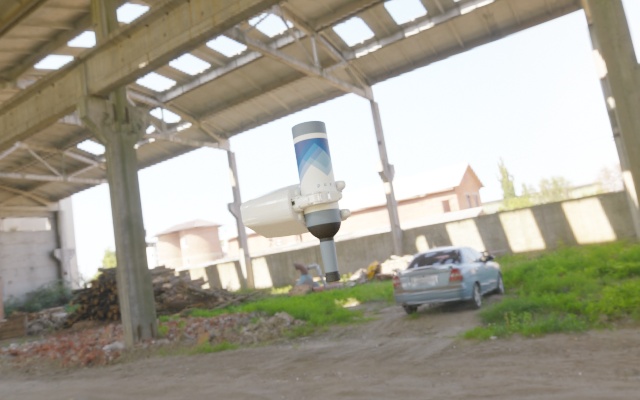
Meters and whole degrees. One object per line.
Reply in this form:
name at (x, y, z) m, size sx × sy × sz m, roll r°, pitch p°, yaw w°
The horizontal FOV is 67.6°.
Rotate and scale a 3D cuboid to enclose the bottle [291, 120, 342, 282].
bottle at (0.000, 0.003, 0.886) m, size 0.069 × 0.295 × 0.069 m, roll -9°, pitch -8°, yaw -1°
